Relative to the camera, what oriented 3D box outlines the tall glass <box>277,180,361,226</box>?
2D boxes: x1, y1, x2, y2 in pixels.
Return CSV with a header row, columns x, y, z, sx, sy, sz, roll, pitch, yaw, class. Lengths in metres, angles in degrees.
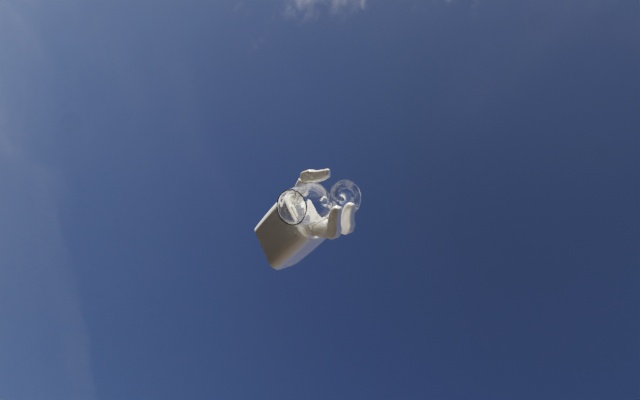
x,y,z,sx,sy,sz,roll,pitch,yaw,class
0.001,0.003,0.896,0.079,0.079,0.201,0,5,30,tall glass
